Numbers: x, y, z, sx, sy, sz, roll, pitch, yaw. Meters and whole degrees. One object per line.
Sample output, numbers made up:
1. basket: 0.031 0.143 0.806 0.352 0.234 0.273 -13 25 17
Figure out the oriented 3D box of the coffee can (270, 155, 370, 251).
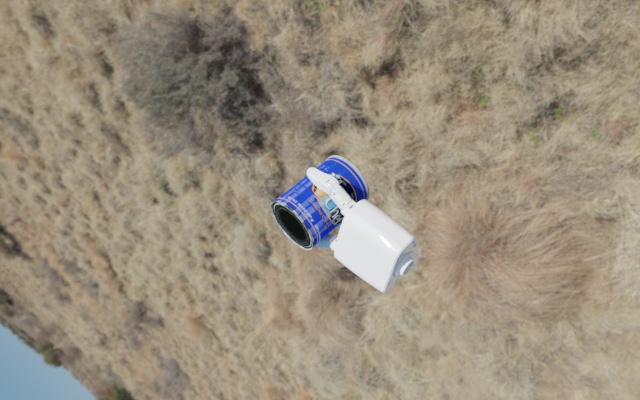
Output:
1. coffee can: 0.000 0.002 0.818 0.140 0.103 0.103 -40 19 -25
